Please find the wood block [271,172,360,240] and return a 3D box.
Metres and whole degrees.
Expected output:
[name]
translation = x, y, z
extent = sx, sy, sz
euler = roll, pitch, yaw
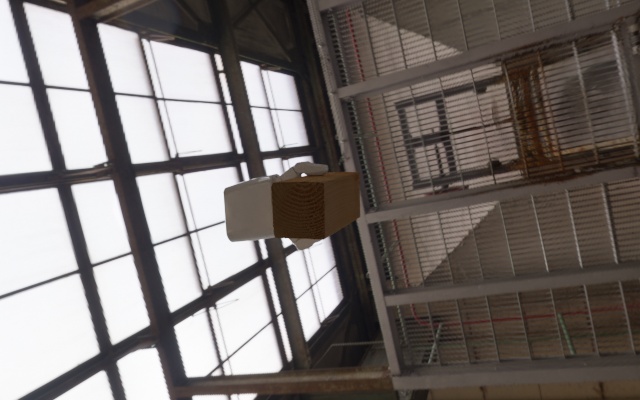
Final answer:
[wood block]
translation = 0.000, 0.002, 0.832
extent = 0.090, 0.091, 0.206
euler = 0, 8, 20
